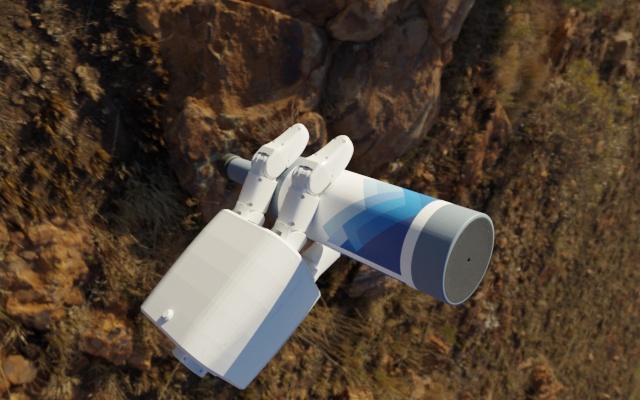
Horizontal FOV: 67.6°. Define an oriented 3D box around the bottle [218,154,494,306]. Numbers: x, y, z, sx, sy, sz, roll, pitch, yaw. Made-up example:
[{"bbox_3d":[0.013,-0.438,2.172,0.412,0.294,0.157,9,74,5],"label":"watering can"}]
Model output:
[{"bbox_3d":[0.000,0.001,0.423,0.069,0.069,0.295,0,15,-46],"label":"bottle"}]
